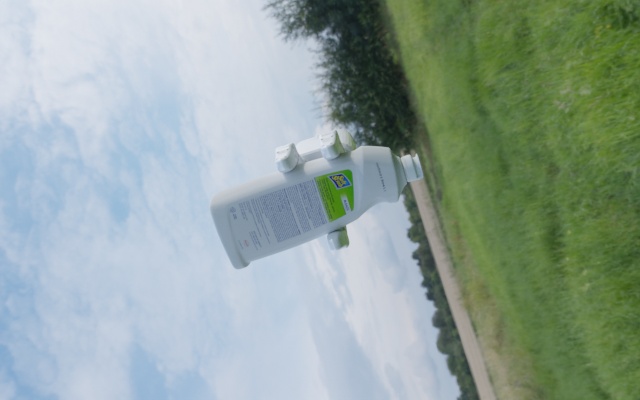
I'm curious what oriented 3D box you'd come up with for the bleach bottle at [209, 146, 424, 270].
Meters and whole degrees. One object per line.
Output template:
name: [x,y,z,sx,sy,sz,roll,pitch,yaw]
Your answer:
bleach bottle: [0.000,0.002,0.577,0.251,0.102,0.068,-16,18,9]
